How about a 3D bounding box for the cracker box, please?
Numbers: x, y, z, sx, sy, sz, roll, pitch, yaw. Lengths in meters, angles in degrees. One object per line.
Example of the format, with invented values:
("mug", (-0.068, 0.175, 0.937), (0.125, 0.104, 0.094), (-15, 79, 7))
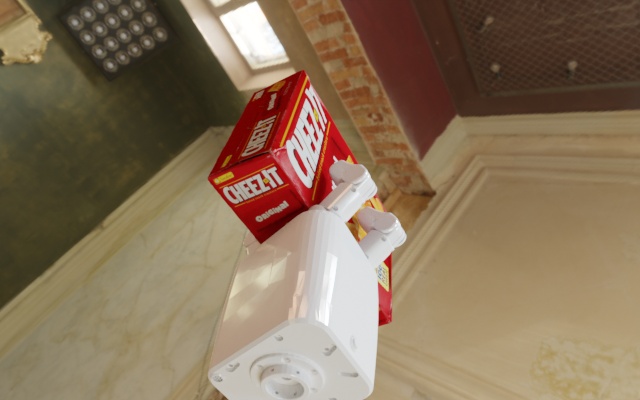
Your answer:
("cracker box", (0.000, 0.002, 0.475), (0.072, 0.214, 0.164), (-21, 31, 22))
